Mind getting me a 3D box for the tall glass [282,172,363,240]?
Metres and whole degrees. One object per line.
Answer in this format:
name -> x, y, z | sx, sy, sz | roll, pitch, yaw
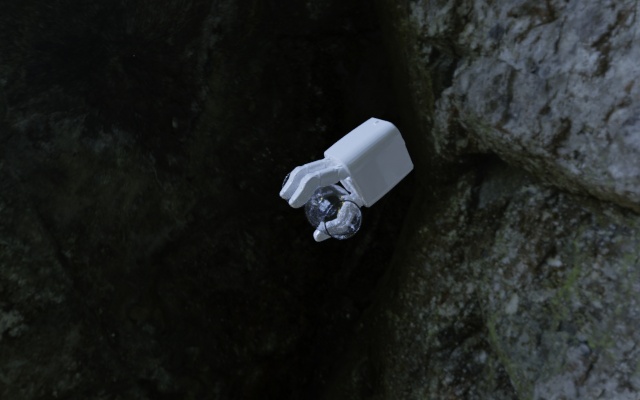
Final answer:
tall glass -> 0.000, 0.003, 0.794 | 0.079, 0.079, 0.201 | 0, 16, -21
